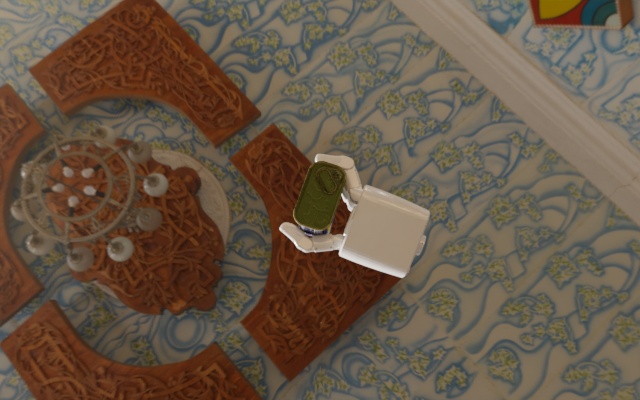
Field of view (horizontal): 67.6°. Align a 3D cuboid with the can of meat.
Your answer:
[{"bbox_3d":[0.000,0.003,0.726,0.057,0.102,0.084,18,-14,5],"label":"can of meat"}]
